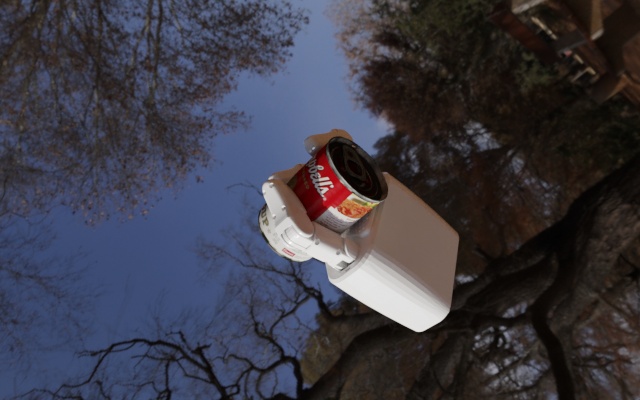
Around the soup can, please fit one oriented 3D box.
[{"bbox_3d":[-0.001,0.001,0.423,0.068,0.068,0.102,0,-34,-50],"label":"soup can"}]
